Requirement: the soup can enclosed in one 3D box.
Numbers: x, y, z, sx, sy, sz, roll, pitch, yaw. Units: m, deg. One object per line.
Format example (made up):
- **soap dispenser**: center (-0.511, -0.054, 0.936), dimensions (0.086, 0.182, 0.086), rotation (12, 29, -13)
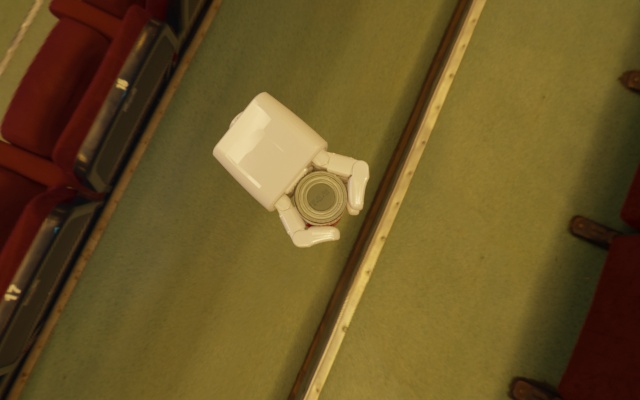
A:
- **soup can**: center (0.000, 0.002, 0.629), dimensions (0.068, 0.068, 0.102), rotation (0, -8, -1)
